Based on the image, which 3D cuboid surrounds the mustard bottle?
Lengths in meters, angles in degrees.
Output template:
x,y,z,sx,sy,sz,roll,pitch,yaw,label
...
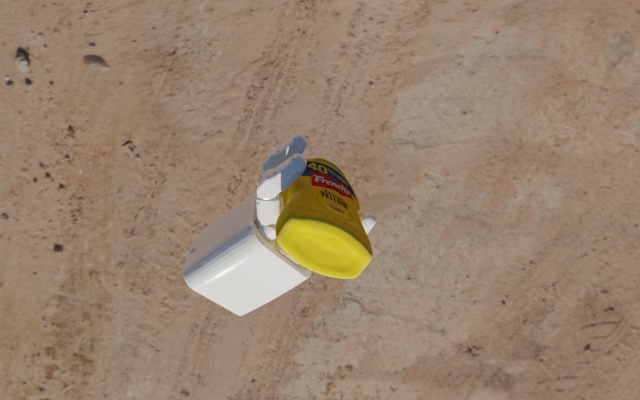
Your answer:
x,y,z,sx,sy,sz,roll,pitch,yaw,label
0.000,0.002,0.531,0.096,0.058,0.191,26,24,-16,mustard bottle
